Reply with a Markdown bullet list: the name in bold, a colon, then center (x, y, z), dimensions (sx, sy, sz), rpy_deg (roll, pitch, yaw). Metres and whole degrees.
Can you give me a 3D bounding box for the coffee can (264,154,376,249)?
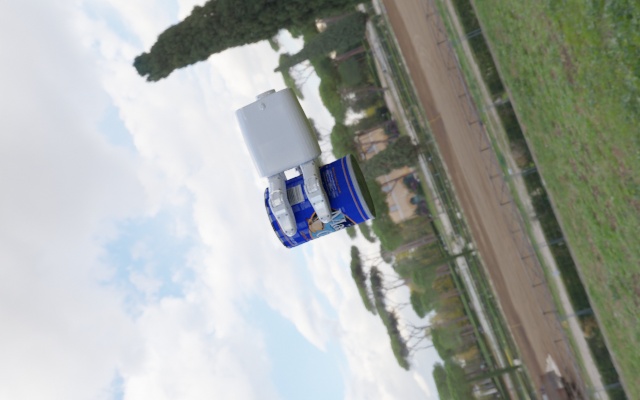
- **coffee can**: center (0.000, 0.002, 0.722), dimensions (0.140, 0.103, 0.103), rpy_deg (-21, -5, 12)
